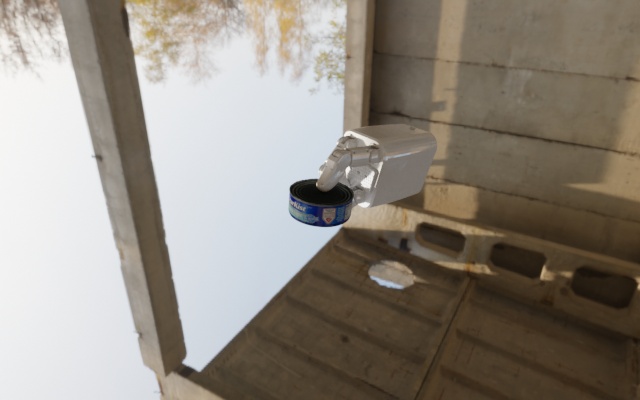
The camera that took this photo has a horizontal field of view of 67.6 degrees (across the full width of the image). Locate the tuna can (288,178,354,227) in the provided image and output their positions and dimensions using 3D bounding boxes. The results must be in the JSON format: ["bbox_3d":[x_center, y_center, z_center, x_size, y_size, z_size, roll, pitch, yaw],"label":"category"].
[{"bbox_3d":[0.000,0.003,0.634,0.086,0.034,0.086,5,24,-2],"label":"tuna can"}]
